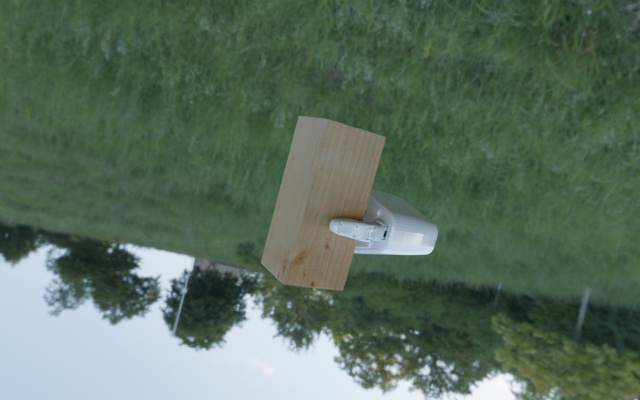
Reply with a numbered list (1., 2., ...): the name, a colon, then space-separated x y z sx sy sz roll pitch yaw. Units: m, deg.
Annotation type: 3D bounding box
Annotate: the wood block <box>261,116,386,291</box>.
1. wood block: 0.001 0.002 0.624 0.090 0.206 0.091 12 6 -28
